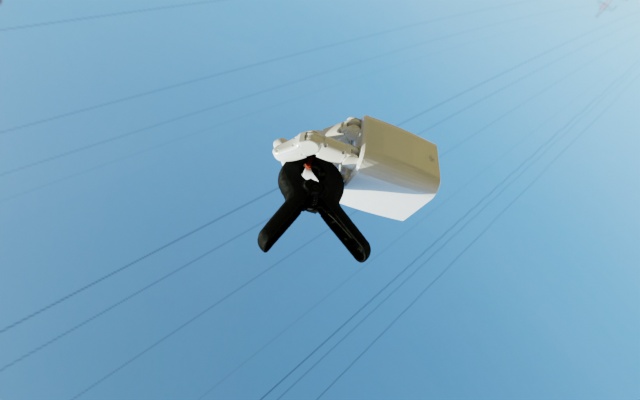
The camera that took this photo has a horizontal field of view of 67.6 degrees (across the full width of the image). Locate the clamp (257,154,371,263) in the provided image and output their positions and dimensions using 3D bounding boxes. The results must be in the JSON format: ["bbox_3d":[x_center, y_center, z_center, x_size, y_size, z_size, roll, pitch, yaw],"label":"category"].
[{"bbox_3d":[0.000,0.002,0.547,0.120,0.171,0.039,18,-44,-11],"label":"clamp"}]
